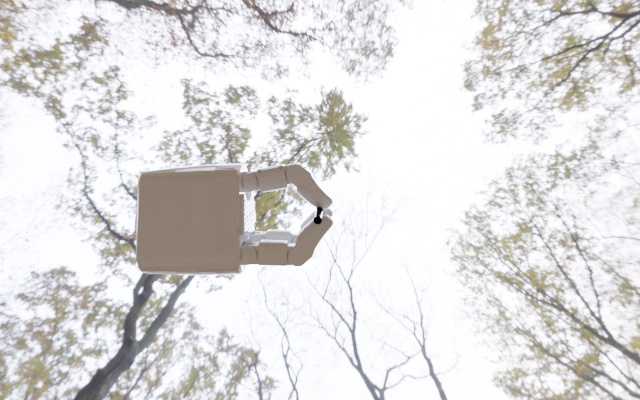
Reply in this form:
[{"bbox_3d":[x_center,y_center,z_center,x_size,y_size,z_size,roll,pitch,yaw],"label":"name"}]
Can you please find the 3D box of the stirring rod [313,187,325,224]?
[{"bbox_3d":[0.000,0.002,0.561,0.011,0.011,0.239,0,8,1],"label":"stirring rod"}]
